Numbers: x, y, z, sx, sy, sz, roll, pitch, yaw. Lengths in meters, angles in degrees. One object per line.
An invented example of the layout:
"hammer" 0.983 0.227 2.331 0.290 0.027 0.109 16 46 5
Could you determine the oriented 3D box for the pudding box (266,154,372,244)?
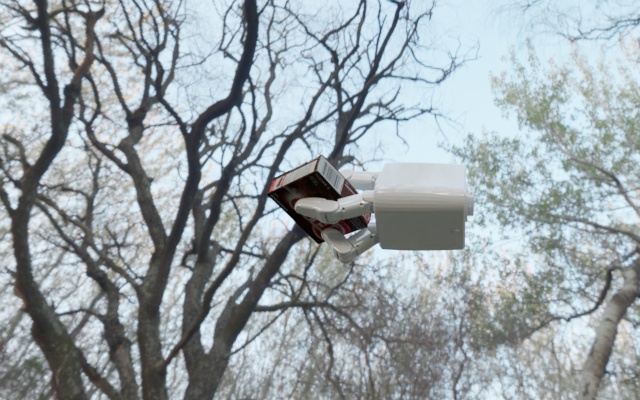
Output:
"pudding box" 0.000 0.002 0.628 0.090 0.039 0.113 -23 -59 35
